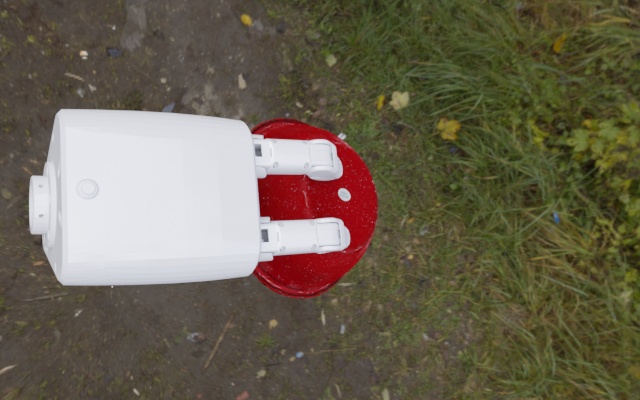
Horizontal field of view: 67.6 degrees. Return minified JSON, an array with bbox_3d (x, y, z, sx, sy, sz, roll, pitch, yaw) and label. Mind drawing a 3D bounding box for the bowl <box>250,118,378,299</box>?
[{"bbox_3d":[0.001,0.001,0.410,0.055,0.162,0.162,-13,-9,43],"label":"bowl"}]
